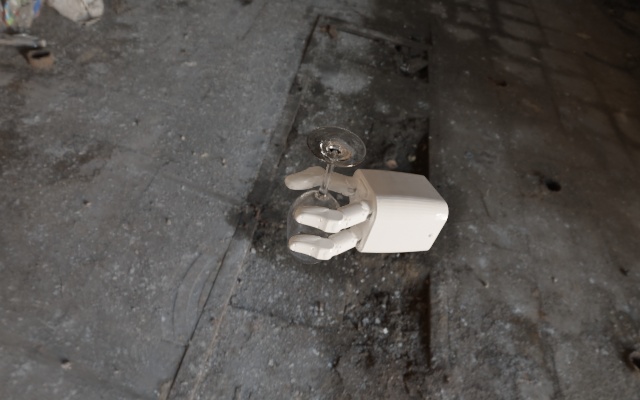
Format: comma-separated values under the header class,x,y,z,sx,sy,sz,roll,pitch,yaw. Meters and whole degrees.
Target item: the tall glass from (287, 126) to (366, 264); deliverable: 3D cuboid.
class,x,y,z,sx,sy,sz,roll,pitch,yaw
tall glass,0.000,0.002,0.642,0.079,0.079,0.201,0,-43,-16
